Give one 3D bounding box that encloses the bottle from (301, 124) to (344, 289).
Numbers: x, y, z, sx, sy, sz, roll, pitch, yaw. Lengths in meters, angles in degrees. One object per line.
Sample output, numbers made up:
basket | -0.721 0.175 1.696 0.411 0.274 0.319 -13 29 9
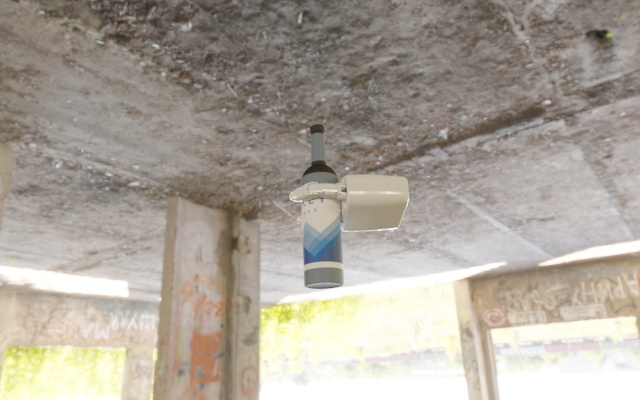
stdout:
bottle | 0.000 0.003 0.837 0.069 0.295 0.069 -2 -20 -1
